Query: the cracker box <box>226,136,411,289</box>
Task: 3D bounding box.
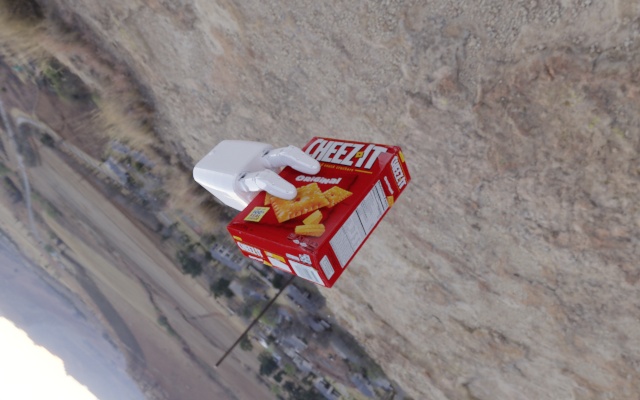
[{"bbox_3d":[0.000,0.002,0.668,0.164,0.072,0.213,13,51,39],"label":"cracker box"}]
